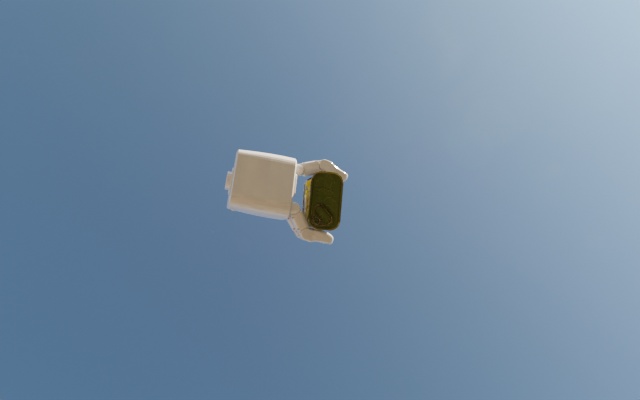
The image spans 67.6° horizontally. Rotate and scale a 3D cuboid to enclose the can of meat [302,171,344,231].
[{"bbox_3d":[0.000,0.003,0.858,0.057,0.102,0.084,6,-5,-13],"label":"can of meat"}]
